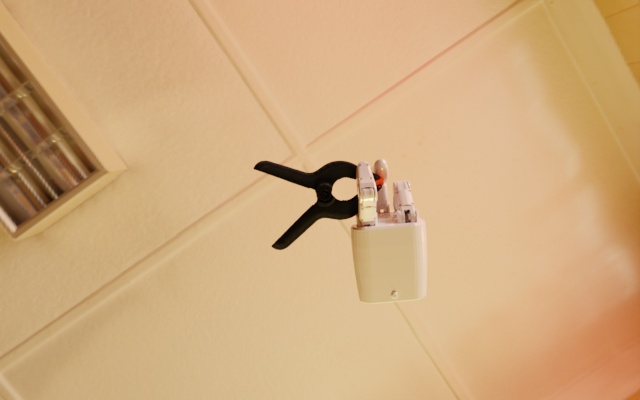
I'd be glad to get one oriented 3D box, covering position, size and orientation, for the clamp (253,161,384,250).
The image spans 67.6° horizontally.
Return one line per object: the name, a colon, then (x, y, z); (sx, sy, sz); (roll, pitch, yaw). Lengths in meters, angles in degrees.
clamp: (0.000, 0.002, 0.639); (0.171, 0.120, 0.039); (-4, 10, 0)
